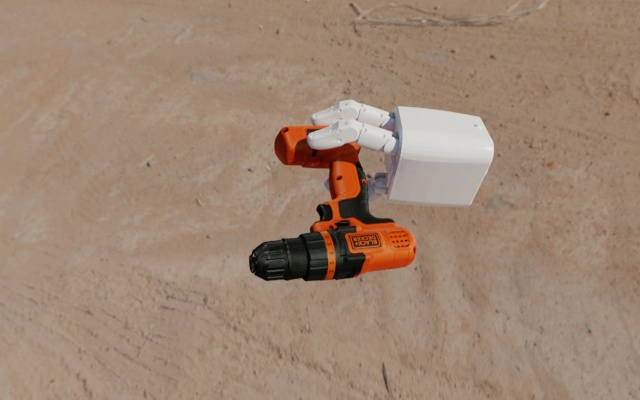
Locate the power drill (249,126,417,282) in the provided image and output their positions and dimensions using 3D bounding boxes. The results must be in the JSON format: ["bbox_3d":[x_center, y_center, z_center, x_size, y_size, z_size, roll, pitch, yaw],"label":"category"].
[{"bbox_3d":[0.000,0.001,0.541,0.184,0.187,0.057,-2,-31,-21],"label":"power drill"}]
